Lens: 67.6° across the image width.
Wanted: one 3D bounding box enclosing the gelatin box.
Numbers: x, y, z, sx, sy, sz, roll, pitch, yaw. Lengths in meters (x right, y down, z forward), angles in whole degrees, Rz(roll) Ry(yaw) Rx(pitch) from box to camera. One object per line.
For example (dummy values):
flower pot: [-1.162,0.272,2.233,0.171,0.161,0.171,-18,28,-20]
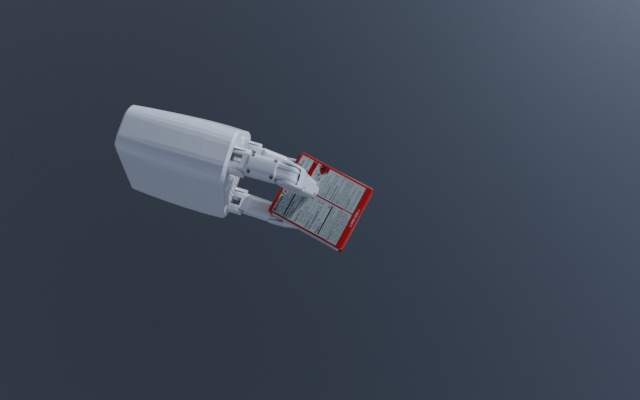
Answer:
gelatin box: [0.000,0.002,0.508,0.089,0.073,0.030,28,-10,4]
